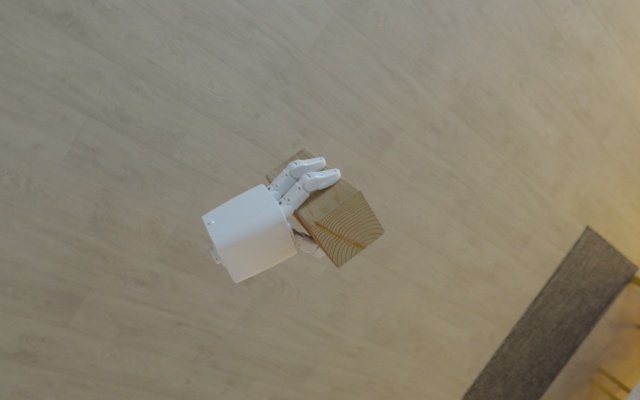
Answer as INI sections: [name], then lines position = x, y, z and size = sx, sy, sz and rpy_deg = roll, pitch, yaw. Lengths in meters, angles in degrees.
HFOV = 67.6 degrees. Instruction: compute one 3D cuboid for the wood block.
[wood block]
position = 0.000, 0.003, 0.755
size = 0.090, 0.091, 0.206
rpy_deg = -37, 33, -6
